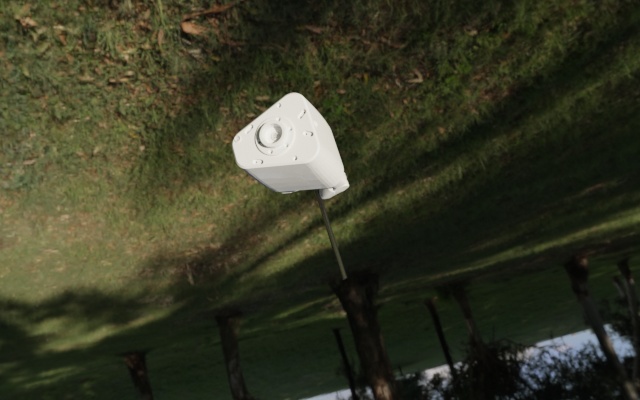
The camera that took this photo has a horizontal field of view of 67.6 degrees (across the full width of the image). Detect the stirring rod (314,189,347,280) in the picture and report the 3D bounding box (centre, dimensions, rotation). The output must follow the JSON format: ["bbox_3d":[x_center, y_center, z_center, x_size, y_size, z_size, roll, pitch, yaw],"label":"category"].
[{"bbox_3d":[0.000,0.002,0.716,0.011,0.239,0.011,-16,-17,-5],"label":"stirring rod"}]
